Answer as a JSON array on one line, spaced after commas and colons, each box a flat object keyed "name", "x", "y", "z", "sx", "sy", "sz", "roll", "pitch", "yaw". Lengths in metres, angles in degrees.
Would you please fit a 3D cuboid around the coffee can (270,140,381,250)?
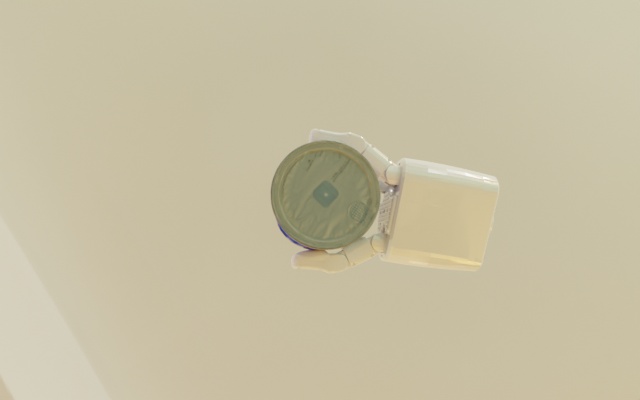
[{"name": "coffee can", "x": 0.000, "y": 0.002, "z": 0.509, "sx": 0.103, "sy": 0.103, "sz": 0.140, "roll": 0, "pitch": -6, "yaw": -4}]
